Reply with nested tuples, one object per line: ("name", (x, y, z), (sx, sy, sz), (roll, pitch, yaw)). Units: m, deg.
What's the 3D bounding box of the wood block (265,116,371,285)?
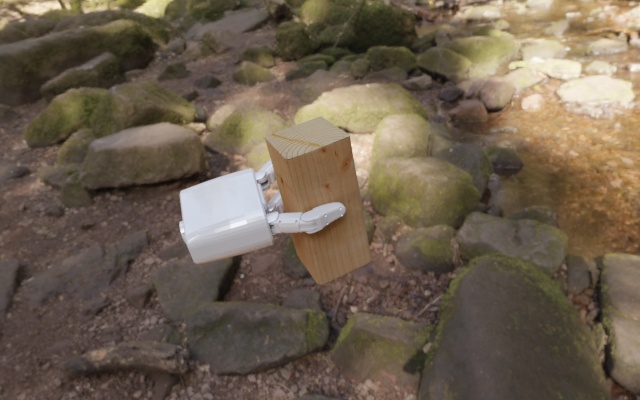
("wood block", (0.000, 0.002, 0.672), (0.090, 0.206, 0.090), (-22, 33, -15))
